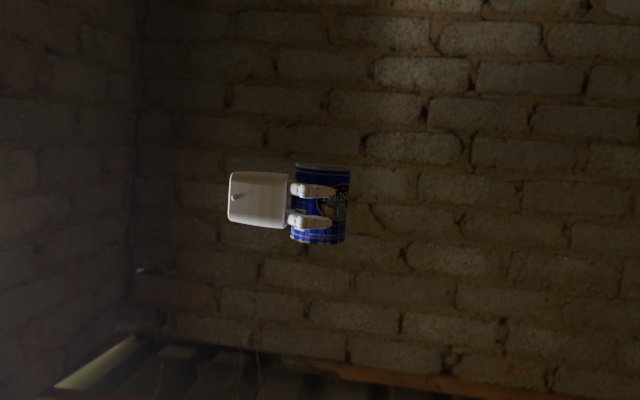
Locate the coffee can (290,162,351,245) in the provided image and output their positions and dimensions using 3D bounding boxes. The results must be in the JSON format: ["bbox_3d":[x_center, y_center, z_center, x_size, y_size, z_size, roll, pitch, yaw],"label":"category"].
[{"bbox_3d":[0.000,0.003,0.889,0.103,0.140,0.103,5,8,-1],"label":"coffee can"}]
